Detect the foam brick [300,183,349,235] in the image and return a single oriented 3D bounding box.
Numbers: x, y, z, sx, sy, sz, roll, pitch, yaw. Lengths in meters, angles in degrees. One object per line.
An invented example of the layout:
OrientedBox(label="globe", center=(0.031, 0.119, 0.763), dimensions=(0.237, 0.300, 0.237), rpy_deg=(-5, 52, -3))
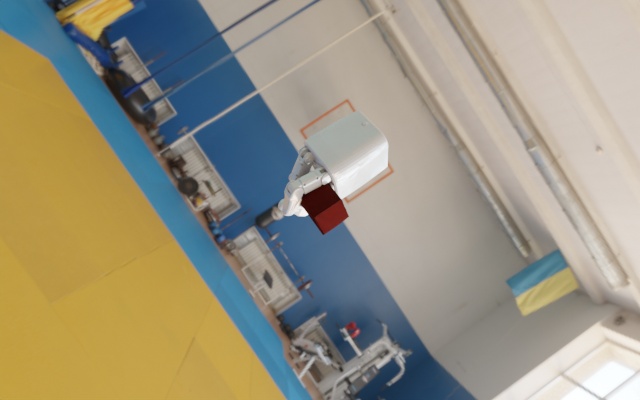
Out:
OrientedBox(label="foam brick", center=(0.000, 0.003, 0.750), dimensions=(0.051, 0.078, 0.053), rpy_deg=(-32, -38, -6))
